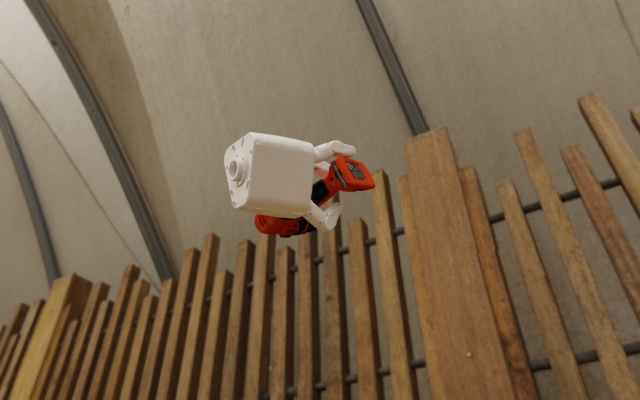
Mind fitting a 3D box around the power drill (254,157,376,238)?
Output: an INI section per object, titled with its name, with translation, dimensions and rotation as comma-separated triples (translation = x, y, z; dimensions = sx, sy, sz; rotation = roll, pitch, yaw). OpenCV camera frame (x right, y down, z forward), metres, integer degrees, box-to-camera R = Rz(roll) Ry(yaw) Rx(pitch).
[power drill]
translation = 0.000, 0.002, 0.829
dimensions = 0.188, 0.057, 0.184
rotation = -36, -17, 22
